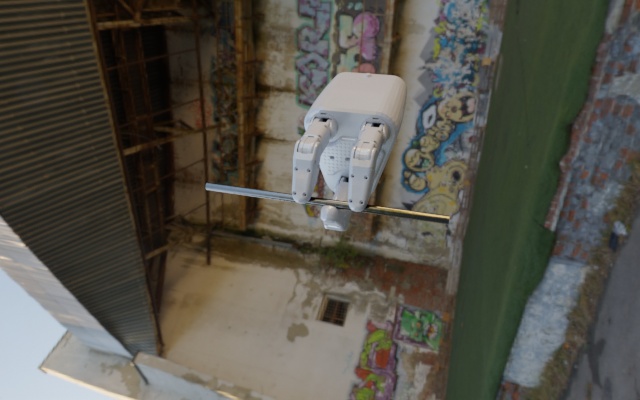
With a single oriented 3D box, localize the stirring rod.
[{"bbox_3d":[0.000,0.002,0.458,0.239,0.011,0.011,8,2,14],"label":"stirring rod"}]
